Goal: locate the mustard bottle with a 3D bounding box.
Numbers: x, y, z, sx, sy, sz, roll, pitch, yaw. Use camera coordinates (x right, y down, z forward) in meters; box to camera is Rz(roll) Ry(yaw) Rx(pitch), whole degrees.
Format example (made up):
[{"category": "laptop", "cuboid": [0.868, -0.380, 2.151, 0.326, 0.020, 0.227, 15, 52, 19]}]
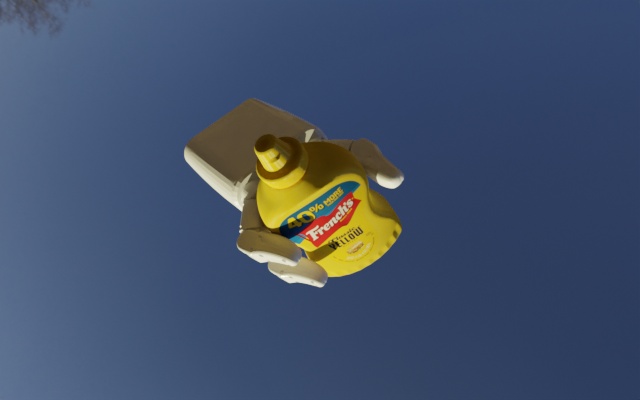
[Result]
[{"category": "mustard bottle", "cuboid": [0.000, 0.002, 0.420, 0.096, 0.058, 0.192, -32, -38, 9]}]
